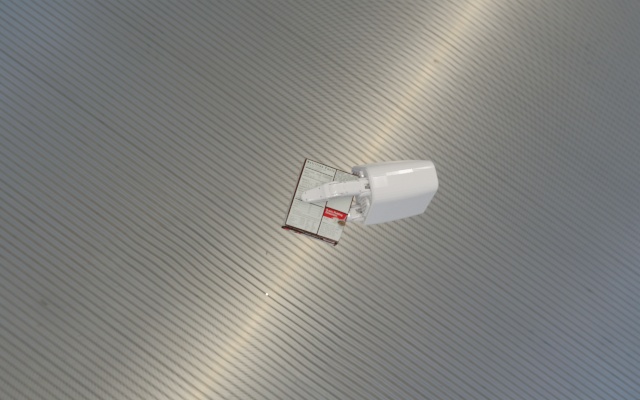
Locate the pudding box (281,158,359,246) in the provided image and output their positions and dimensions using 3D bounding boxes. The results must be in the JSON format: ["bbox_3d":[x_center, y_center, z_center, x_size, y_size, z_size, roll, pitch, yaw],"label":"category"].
[{"bbox_3d":[0.000,0.002,0.726,0.090,0.113,0.039,19,-14,-6],"label":"pudding box"}]
